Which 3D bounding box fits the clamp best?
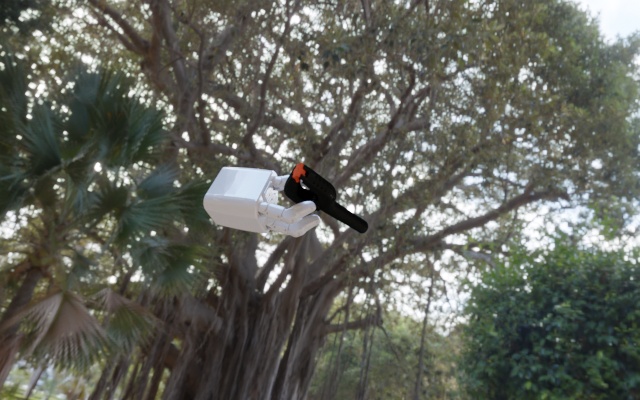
[{"bbox_3d":[0.000,0.002,0.864,0.164,0.036,0.210,8,-27,14],"label":"clamp"}]
